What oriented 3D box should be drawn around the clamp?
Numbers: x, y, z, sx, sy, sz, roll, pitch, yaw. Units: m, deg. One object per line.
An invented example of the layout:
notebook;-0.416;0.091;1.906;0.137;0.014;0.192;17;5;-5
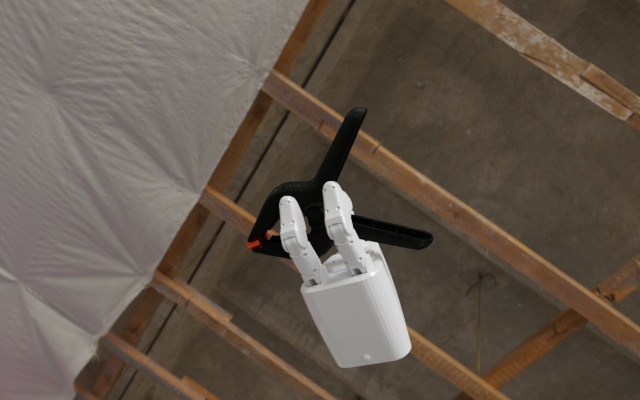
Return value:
clamp;0.000;0.002;0.534;0.210;0.164;0.036;-18;10;24
